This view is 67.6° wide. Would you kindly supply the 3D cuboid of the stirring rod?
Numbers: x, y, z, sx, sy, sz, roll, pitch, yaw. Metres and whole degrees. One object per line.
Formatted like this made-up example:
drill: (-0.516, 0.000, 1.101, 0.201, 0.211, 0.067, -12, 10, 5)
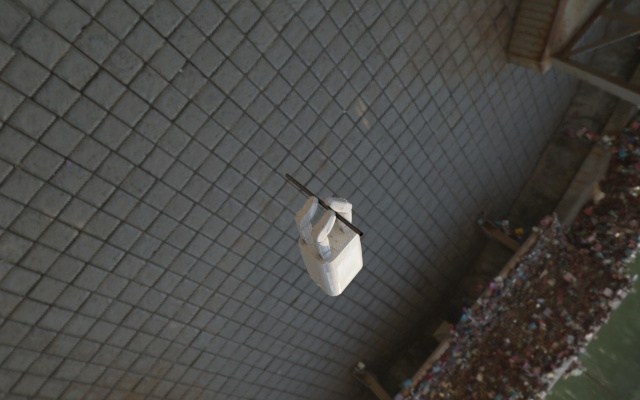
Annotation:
stirring rod: (0.000, 0.003, 0.885, 0.011, 0.011, 0.239, 0, 27, -40)
